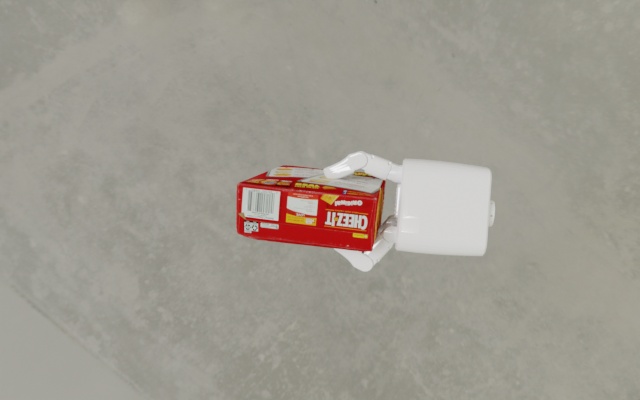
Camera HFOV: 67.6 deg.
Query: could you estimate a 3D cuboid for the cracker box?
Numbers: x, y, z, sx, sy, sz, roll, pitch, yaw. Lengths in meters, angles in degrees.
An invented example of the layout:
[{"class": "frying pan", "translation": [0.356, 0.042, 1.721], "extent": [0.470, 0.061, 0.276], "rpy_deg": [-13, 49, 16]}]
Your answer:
[{"class": "cracker box", "translation": [0.000, 0.002, 0.640], "extent": [0.164, 0.072, 0.213], "rpy_deg": [6, 11, 9]}]
